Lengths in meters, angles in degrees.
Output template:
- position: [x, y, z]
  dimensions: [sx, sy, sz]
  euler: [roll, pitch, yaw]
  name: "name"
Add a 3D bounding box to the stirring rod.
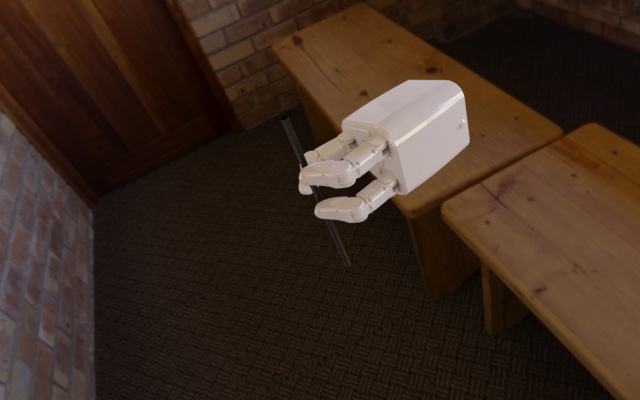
- position: [0.000, 0.002, 0.551]
  dimensions: [0.011, 0.011, 0.240]
  euler: [0, -44, 25]
  name: "stirring rod"
